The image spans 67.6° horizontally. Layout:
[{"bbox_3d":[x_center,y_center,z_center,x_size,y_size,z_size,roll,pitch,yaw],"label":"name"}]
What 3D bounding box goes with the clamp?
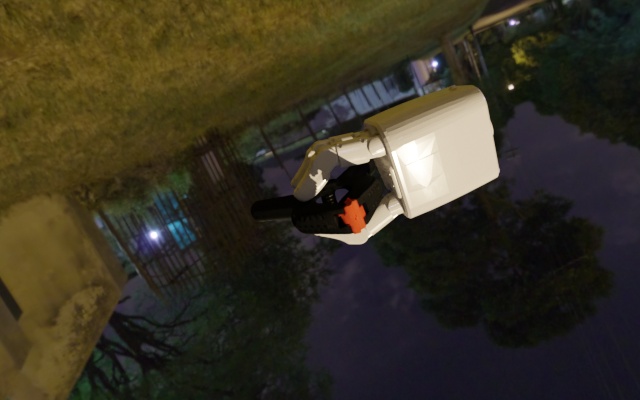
[{"bbox_3d":[0.001,0.002,0.505,0.164,0.036,0.210,-23,13,0],"label":"clamp"}]
